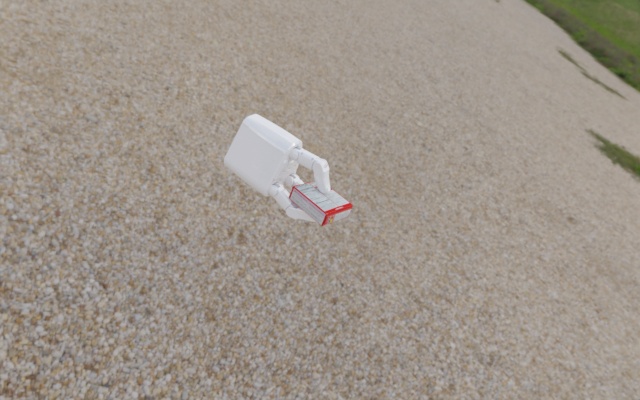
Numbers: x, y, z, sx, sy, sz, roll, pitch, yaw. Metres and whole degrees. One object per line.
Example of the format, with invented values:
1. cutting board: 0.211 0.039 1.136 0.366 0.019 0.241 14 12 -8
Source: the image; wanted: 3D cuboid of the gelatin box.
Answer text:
1. gelatin box: 0.001 0.003 0.838 0.089 0.030 0.073 38 34 28
